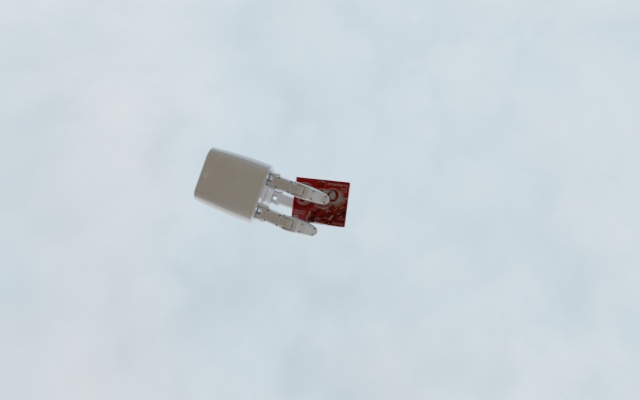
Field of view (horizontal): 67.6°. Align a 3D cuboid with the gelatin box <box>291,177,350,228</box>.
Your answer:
[{"bbox_3d":[0.000,0.003,0.774,0.089,0.073,0.030,7,-4,4],"label":"gelatin box"}]
